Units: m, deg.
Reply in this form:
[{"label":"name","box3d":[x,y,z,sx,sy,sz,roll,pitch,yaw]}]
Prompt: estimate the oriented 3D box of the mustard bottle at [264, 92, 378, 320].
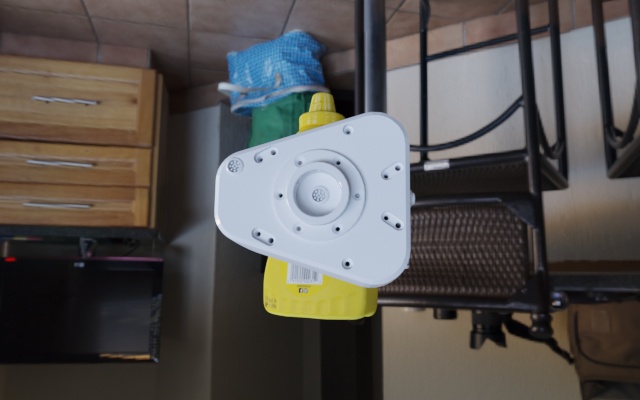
[{"label":"mustard bottle","box3d":[0.000,0.002,0.411,0.096,0.191,0.058,-3,-8,29]}]
